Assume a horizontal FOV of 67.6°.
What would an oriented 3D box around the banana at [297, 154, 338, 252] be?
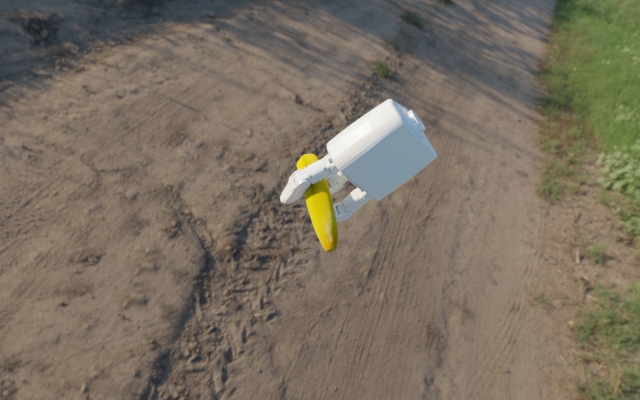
[{"bbox_3d":[-0.005,-0.014,0.690,0.037,0.070,0.197,-18,39,1],"label":"banana"}]
